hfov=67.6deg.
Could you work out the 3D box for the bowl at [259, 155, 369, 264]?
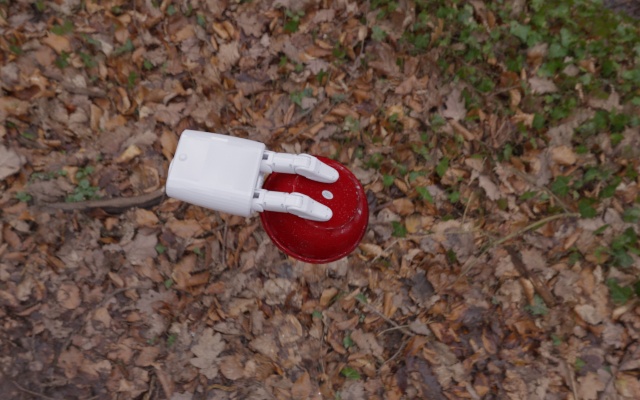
[{"bbox_3d":[0.002,0.002,0.650,0.162,0.162,0.055,0,-18,-17],"label":"bowl"}]
